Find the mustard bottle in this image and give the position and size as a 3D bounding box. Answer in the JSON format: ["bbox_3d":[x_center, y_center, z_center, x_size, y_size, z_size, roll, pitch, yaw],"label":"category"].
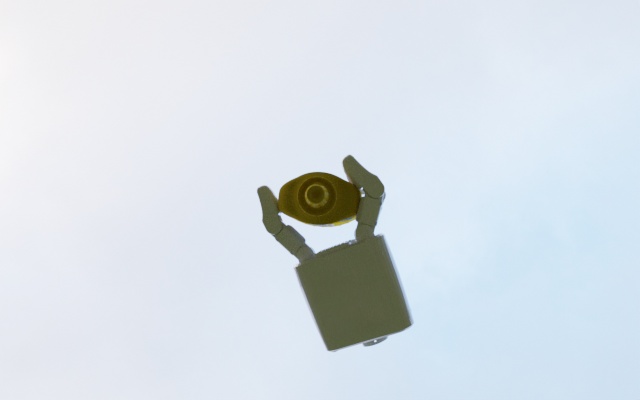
[{"bbox_3d":[0.000,0.002,0.563,0.096,0.058,0.191,4,-4,3],"label":"mustard bottle"}]
